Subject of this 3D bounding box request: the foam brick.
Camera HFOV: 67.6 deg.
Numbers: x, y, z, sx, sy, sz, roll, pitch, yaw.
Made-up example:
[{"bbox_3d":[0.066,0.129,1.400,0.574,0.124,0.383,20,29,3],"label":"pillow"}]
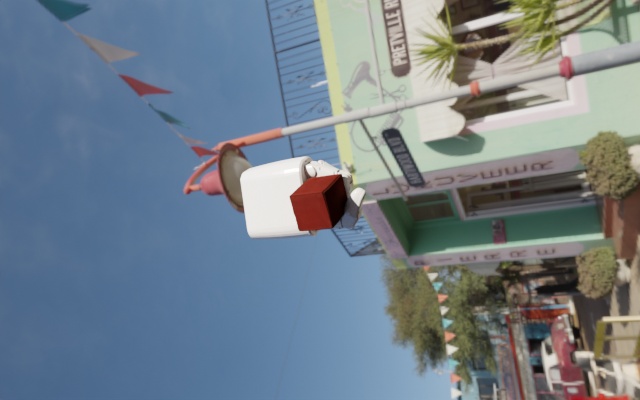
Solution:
[{"bbox_3d":[0.000,0.002,0.649,0.051,0.053,0.078,-6,18,23],"label":"foam brick"}]
